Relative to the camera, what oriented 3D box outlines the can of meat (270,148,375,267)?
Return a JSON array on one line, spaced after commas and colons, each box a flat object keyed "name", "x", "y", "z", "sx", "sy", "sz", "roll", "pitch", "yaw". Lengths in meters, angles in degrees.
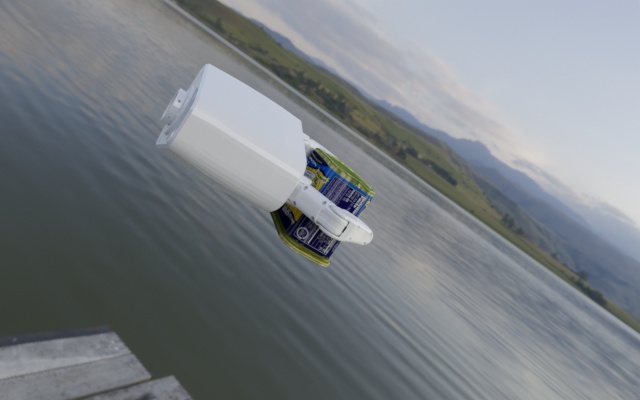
[{"name": "can of meat", "x": 0.000, "y": 0.001, "z": 0.467, "sx": 0.057, "sy": 0.084, "sz": 0.102, "roll": 32, "pitch": 9, "yaw": -22}]
